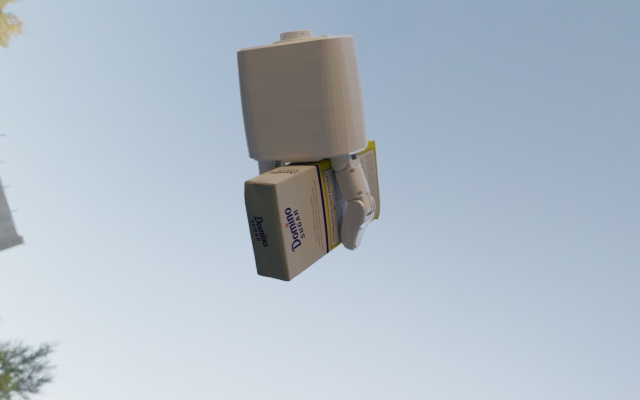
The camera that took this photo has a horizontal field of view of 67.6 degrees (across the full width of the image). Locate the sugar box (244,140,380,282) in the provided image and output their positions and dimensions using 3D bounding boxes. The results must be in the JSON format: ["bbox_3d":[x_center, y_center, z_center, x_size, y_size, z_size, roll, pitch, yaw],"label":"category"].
[{"bbox_3d":[0.000,0.001,0.483,0.048,0.093,0.176,6,20,37],"label":"sugar box"}]
